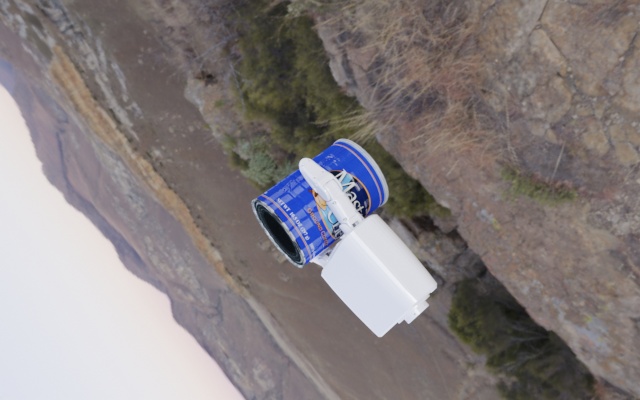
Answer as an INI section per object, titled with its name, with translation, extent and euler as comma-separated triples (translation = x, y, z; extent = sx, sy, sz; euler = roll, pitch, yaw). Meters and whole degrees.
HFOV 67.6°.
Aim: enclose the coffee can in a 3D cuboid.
[coffee can]
translation = 0.000, 0.002, 0.601
extent = 0.140, 0.103, 0.103
euler = -37, 13, -19
